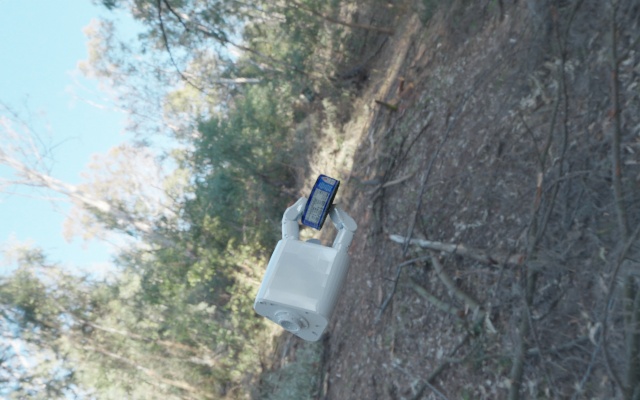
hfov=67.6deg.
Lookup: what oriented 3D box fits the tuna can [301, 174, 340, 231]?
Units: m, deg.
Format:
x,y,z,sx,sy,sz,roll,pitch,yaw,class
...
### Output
x,y,z,sx,sy,sz,roll,pitch,yaw,class
0.000,0.002,0.748,0.034,0.086,0.086,22,2,4,tuna can
